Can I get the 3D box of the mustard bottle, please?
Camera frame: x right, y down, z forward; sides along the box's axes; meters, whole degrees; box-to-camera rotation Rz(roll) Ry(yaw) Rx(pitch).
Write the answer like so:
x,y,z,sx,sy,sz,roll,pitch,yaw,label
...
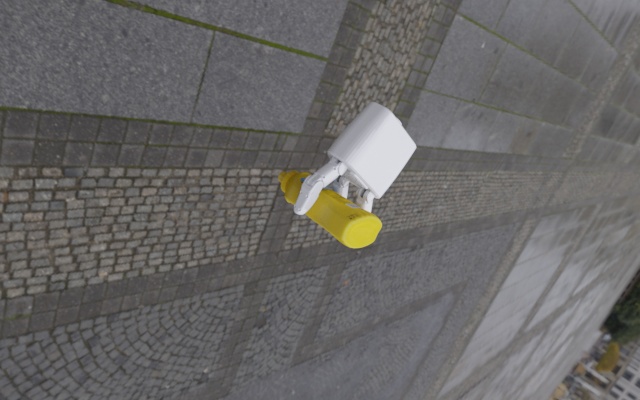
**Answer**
x,y,z,sx,sy,sz,roll,pitch,yaw,label
0.000,0.003,0.756,0.191,0.058,0.096,35,17,34,mustard bottle
